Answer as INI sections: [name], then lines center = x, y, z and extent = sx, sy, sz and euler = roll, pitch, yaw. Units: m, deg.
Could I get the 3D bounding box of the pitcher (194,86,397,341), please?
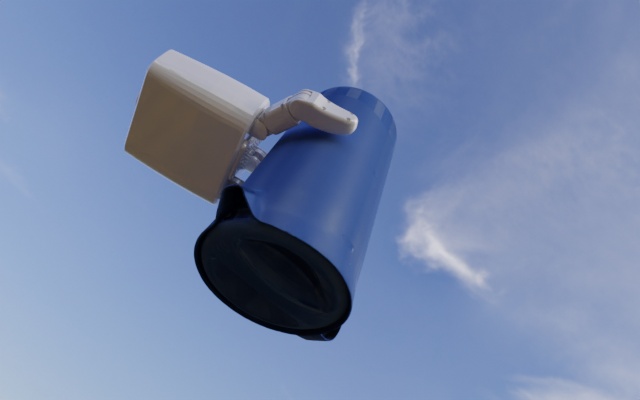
[pitcher]
center = 0.000, 0.001, 0.459
extent = 0.145, 0.242, 0.149
euler = 28, -45, -1
